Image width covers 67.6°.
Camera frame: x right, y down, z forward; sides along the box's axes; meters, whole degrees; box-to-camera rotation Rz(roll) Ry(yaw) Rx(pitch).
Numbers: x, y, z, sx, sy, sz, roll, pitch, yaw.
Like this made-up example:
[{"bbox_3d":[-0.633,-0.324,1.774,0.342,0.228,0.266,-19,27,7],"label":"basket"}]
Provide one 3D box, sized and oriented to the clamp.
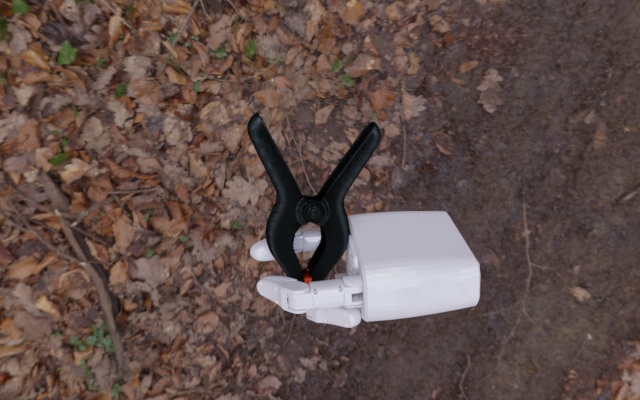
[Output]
[{"bbox_3d":[0.000,0.002,0.443,0.120,0.171,0.039,-5,15,-5],"label":"clamp"}]
